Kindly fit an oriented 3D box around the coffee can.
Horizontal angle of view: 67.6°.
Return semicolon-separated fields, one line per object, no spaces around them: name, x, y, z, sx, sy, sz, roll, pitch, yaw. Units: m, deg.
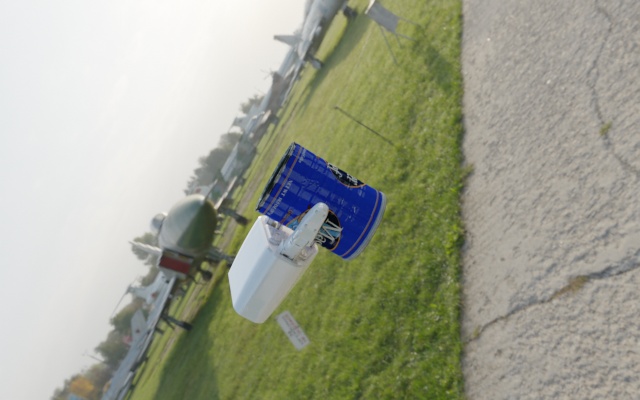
coffee can;0.000;0.002;0.625;0.140;0.103;0.103;29;-6;-10
